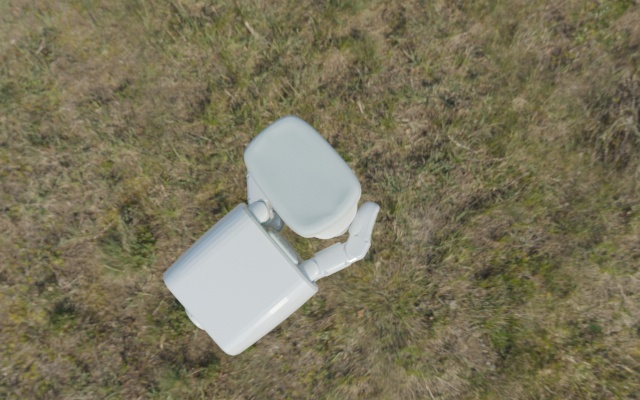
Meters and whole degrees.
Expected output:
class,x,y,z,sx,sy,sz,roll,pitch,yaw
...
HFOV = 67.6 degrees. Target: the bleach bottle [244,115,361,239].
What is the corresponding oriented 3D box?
class,x,y,z,sx,sy,sz,roll,pitch,yaw
bleach bottle,0.000,0.002,0.495,0.068,0.102,0.251,-39,-14,-1
